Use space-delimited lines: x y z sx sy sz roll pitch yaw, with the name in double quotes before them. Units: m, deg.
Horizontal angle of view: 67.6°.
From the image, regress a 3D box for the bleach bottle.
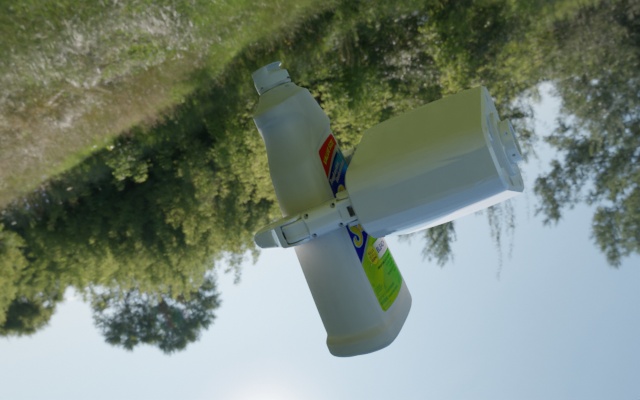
"bleach bottle" 0.000 0.001 0.421 0.068 0.251 0.102 -21 7 28
